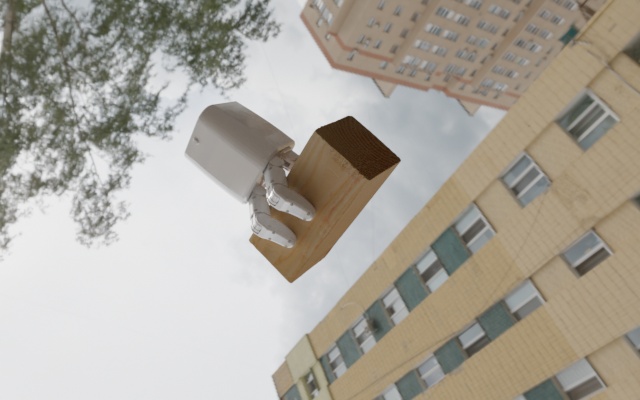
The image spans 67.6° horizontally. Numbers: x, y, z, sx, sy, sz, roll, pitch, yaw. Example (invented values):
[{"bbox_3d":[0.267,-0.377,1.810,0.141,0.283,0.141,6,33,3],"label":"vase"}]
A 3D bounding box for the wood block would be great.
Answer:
[{"bbox_3d":[0.000,0.002,0.627,0.090,0.090,0.206,-33,-18,-50],"label":"wood block"}]
